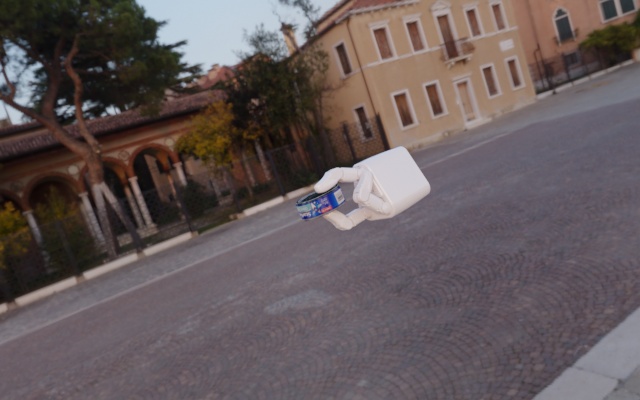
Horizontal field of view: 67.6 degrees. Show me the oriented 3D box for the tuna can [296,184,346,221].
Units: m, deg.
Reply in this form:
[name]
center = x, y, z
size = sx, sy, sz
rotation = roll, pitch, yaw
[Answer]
[tuna can]
center = 0.000, 0.002, 0.842
size = 0.086, 0.034, 0.086
rotation = -23, 10, 4
